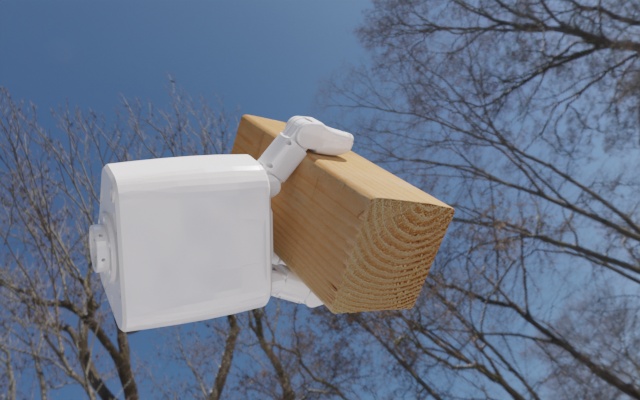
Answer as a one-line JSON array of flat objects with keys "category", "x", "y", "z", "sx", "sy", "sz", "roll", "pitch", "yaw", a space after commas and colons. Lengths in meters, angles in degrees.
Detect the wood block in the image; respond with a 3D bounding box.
[{"category": "wood block", "x": 0.000, "y": 0.001, "z": 0.419, "sx": 0.090, "sy": 0.091, "sz": 0.206, "roll": 7, "pitch": 20, "yaw": -38}]
